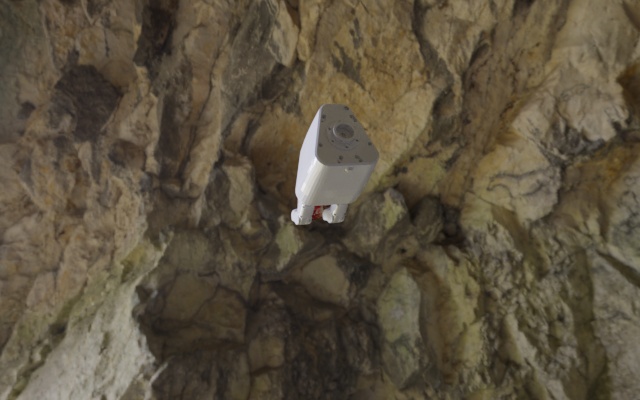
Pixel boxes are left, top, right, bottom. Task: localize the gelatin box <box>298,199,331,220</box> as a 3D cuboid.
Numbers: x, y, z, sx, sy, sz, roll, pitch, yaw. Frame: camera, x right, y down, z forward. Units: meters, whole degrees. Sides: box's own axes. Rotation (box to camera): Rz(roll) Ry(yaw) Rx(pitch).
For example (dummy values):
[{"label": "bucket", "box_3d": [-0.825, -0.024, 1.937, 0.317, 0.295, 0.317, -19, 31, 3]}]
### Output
[{"label": "gelatin box", "box_3d": [0.000, 0.002, 0.801, 0.073, 0.030, 0.089, -13, -23, -8]}]
